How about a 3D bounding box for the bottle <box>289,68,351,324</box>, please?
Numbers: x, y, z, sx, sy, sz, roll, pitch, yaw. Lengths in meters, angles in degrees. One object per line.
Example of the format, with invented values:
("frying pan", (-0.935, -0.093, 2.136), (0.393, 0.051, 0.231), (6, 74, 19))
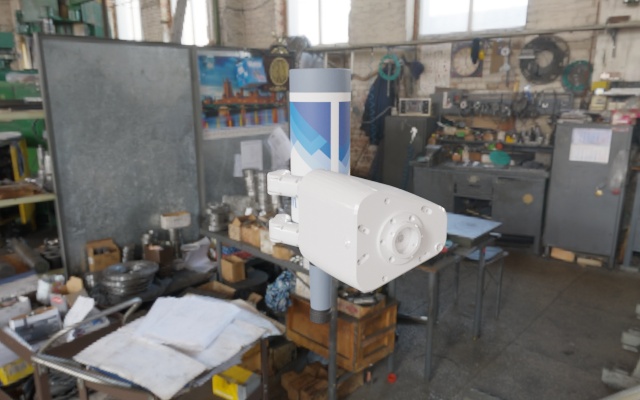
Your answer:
("bottle", (0.000, 0.002, 0.550), (0.069, 0.296, 0.069), (0, 13, 0))
